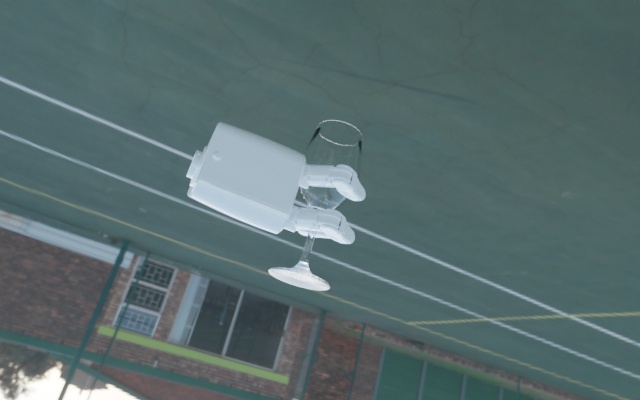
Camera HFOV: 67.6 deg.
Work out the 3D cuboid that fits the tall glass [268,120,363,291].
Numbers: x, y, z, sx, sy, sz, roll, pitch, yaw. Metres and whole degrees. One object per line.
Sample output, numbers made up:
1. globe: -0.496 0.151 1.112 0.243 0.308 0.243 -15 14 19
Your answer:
1. tall glass: 0.000 0.003 0.584 0.079 0.201 0.079 14 -22 6
